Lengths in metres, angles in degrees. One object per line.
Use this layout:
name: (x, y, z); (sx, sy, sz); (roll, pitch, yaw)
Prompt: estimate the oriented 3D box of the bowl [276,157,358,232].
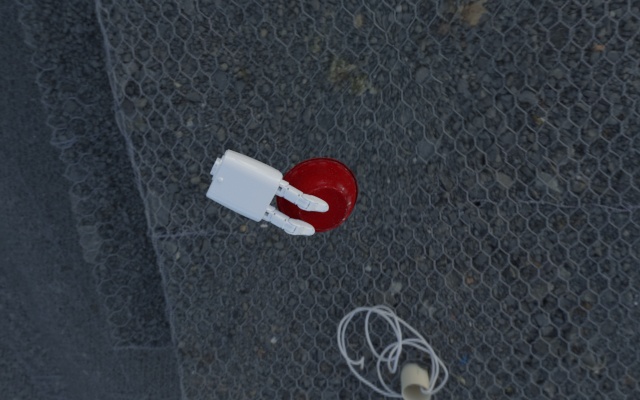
bowl: (0.002, 0.003, 0.900); (0.162, 0.162, 0.055); (0, 28, -14)
